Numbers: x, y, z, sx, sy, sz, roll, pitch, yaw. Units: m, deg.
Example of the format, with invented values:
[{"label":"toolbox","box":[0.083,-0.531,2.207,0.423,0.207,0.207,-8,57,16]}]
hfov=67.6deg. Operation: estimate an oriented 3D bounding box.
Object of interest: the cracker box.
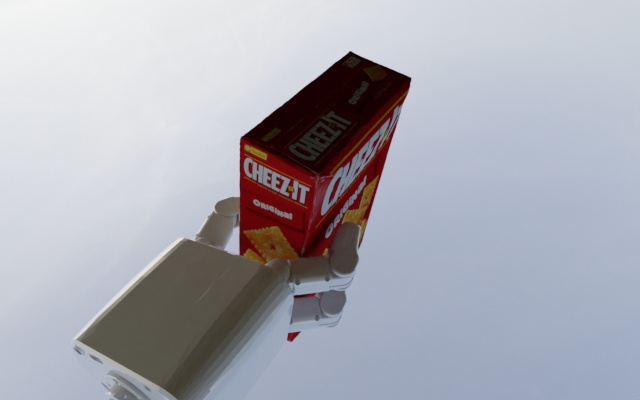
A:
[{"label":"cracker box","box":[0.000,0.001,0.432,0.072,0.214,0.164,27,47,15]}]
